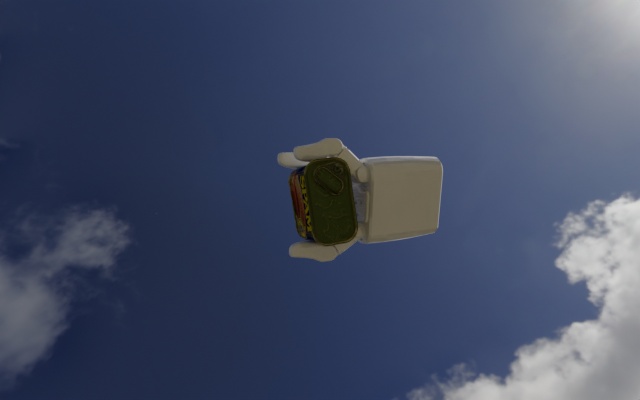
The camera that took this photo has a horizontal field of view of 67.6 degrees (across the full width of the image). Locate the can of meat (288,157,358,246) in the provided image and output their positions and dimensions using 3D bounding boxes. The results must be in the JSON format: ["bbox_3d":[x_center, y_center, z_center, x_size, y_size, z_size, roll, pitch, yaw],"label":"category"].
[{"bbox_3d":[0.000,0.002,0.591,0.057,0.102,0.084,-9,1,-18],"label":"can of meat"}]
